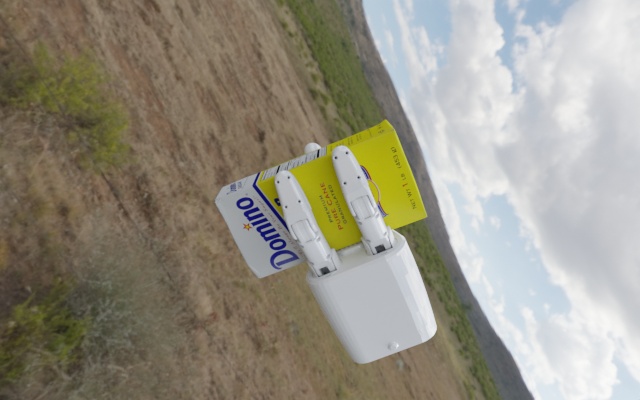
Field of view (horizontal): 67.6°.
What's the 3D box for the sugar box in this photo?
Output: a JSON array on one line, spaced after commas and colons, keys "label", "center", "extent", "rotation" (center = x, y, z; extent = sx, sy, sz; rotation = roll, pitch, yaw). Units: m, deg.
[{"label": "sugar box", "center": [0.000, 0.002, 0.452], "extent": [0.176, 0.093, 0.048], "rotation": [-23, 19, 7]}]
